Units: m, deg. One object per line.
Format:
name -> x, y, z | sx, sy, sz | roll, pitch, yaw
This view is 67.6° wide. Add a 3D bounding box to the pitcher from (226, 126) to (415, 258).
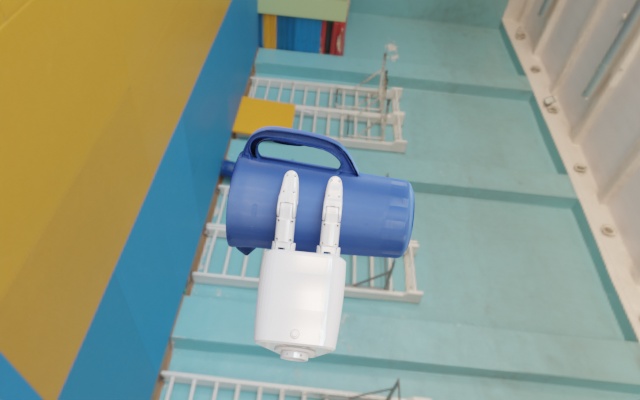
pitcher -> 0.000, 0.002, 0.650 | 0.243, 0.145, 0.149 | 7, -25, 0
